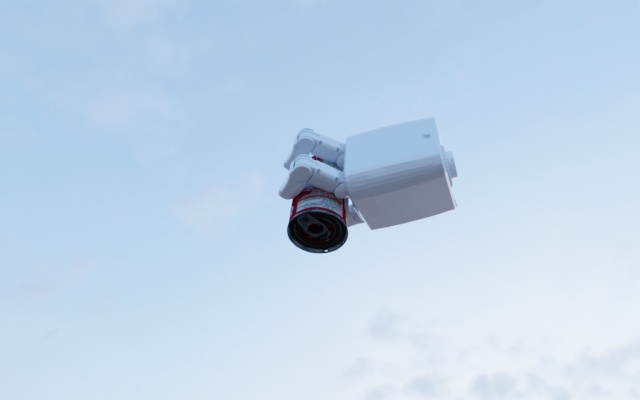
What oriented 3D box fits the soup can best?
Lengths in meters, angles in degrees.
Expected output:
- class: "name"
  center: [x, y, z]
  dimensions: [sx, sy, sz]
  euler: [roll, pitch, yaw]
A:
- class: "soup can"
  center: [0.000, 0.002, 0.559]
  dimensions: [0.068, 0.069, 0.102]
  euler: [0, 43, 5]
